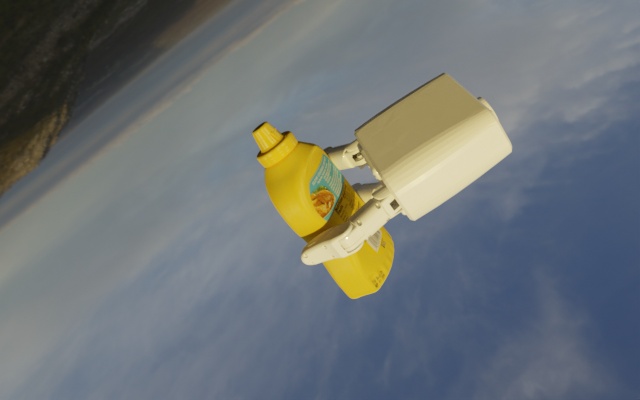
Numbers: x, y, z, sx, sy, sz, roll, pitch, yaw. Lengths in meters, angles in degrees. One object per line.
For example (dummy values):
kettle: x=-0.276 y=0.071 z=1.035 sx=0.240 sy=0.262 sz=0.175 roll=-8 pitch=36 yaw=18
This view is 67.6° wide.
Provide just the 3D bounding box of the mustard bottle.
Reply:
mustard bottle: x=0.000 y=0.002 z=0.474 sx=0.058 sy=0.192 sz=0.096 roll=-25 pitch=25 yaw=32
